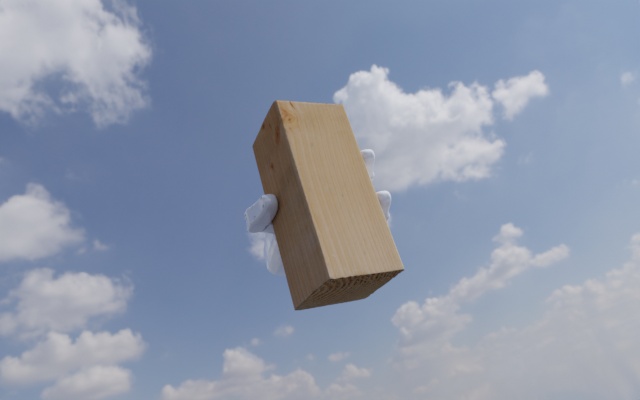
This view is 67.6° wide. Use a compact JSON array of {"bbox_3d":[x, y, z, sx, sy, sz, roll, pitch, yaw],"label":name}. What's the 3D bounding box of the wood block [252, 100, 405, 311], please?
[{"bbox_3d":[0.000,0.002,0.521,0.091,0.206,0.090,-3,-28,-29],"label":"wood block"}]
